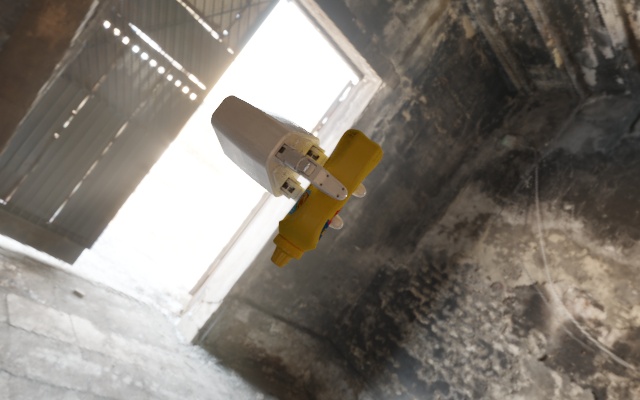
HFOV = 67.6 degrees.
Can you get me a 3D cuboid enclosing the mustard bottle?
[{"bbox_3d":[0.001,0.002,0.602,0.058,0.191,0.096,37,-2,-4],"label":"mustard bottle"}]
